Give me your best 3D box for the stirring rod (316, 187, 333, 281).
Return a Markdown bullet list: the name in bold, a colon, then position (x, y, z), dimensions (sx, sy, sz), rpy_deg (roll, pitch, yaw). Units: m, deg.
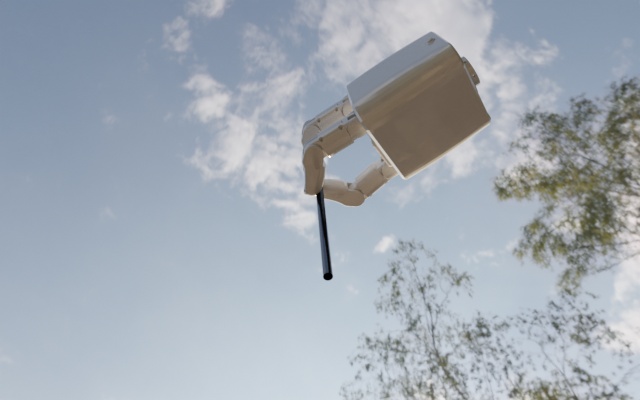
- **stirring rod**: position (0.000, 0.002, 0.480), dimensions (0.011, 0.011, 0.239), rpy_deg (0, 29, -3)
